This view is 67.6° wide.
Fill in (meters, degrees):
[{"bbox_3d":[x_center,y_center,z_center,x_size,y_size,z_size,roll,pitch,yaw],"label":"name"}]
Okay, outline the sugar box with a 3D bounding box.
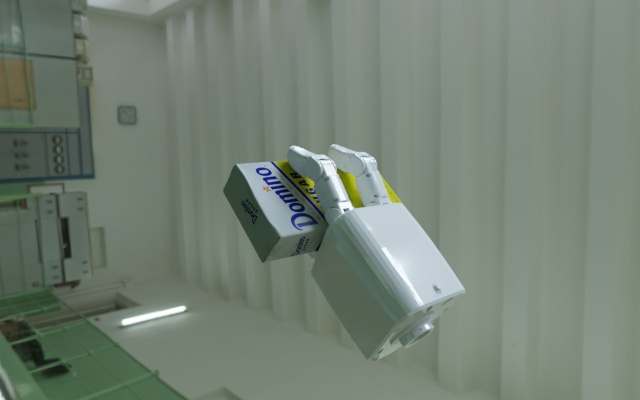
[{"bbox_3d":[0.000,0.001,0.491,0.176,0.093,0.048,-7,-38,-42],"label":"sugar box"}]
